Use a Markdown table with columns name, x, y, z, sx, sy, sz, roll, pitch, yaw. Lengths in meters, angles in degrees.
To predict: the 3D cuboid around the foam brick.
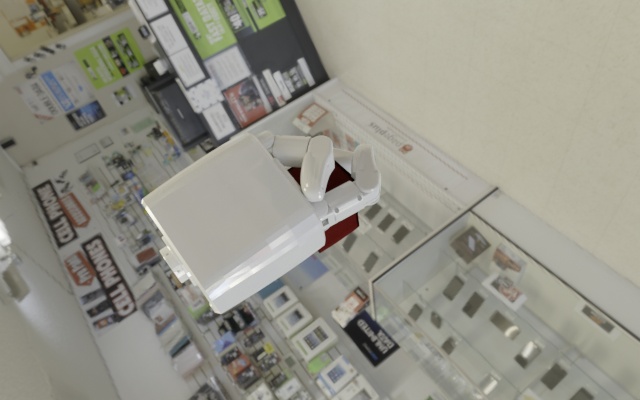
| name | x | y | z | sx | sy | sz | roll | pitch | yaw |
| --- | --- | --- | --- | --- | --- | --- | --- | --- | --- |
| foam brick | 0.000 | 0.002 | 0.455 | 0.051 | 0.078 | 0.053 | -35 | 56 | -17 |
